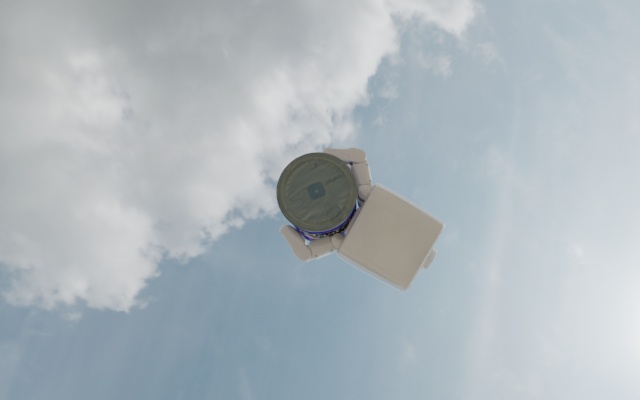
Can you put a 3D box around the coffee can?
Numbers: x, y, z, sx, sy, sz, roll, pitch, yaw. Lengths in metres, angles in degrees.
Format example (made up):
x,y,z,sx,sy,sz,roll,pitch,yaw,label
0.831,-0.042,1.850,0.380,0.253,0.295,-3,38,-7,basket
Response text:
x,y,z,sx,sy,sz,roll,pitch,yaw,label
0.000,0.002,0.666,0.103,0.102,0.140,0,-12,4,coffee can
